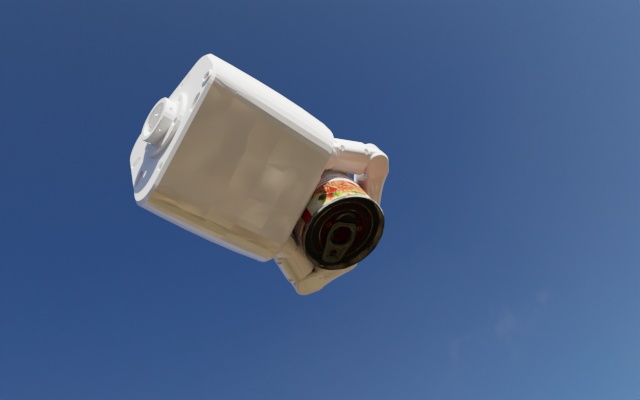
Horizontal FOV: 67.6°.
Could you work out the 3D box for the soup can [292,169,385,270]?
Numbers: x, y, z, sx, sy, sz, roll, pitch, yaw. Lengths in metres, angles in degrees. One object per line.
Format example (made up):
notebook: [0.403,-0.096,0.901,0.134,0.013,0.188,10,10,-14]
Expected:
soup can: [0.000,0.001,0.403,0.068,0.068,0.102,0,30,-25]
